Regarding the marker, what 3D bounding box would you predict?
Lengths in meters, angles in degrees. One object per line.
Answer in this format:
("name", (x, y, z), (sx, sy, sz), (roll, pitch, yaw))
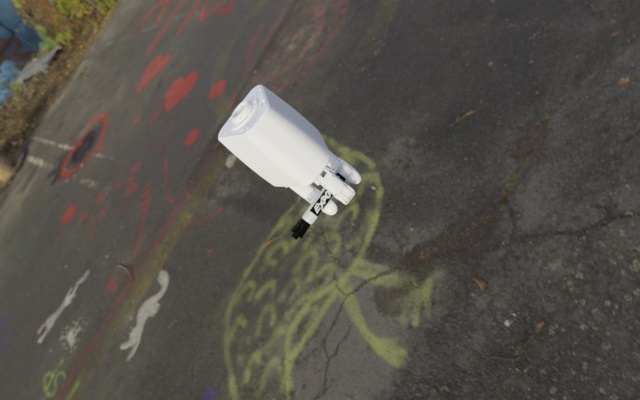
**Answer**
("marker", (0.000, 0.002, 0.646), (0.020, 0.121, 0.020), (37, -2, 2))
